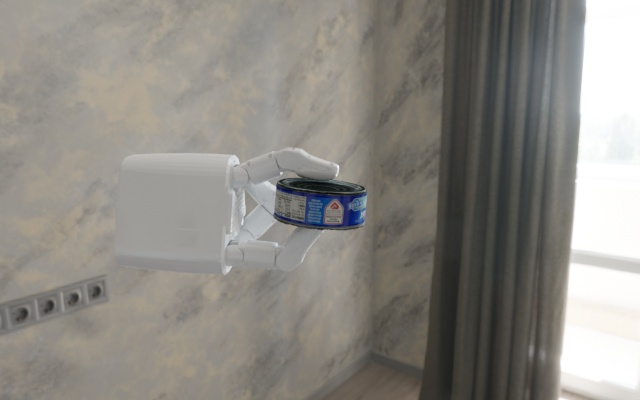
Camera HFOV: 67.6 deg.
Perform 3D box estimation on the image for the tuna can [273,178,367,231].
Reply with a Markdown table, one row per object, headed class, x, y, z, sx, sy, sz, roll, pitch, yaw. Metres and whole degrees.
| class | x | y | z | sx | sy | sz | roll | pitch | yaw |
| --- | --- | --- | --- | --- | --- | --- | --- | --- | --- |
| tuna can | 0.000 | 0.001 | 0.443 | 0.086 | 0.034 | 0.086 | 5 | 10 | -1 |
